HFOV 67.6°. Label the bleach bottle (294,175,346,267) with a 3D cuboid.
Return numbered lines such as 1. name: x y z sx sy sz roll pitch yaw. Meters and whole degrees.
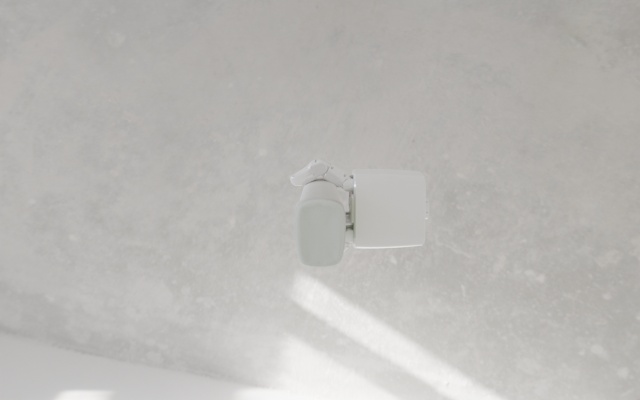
1. bleach bottle: 0.000 0.003 0.737 0.068 0.103 0.250 0 21 0
